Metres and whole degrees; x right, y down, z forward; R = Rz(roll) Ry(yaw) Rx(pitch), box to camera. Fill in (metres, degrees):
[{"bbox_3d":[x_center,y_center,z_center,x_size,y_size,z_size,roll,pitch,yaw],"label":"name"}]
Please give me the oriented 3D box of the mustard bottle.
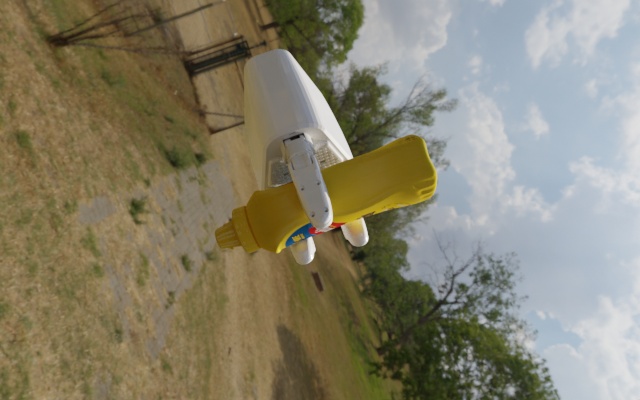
[{"bbox_3d":[0.000,0.002,0.419,0.191,0.058,0.096,-19,-6,0],"label":"mustard bottle"}]
